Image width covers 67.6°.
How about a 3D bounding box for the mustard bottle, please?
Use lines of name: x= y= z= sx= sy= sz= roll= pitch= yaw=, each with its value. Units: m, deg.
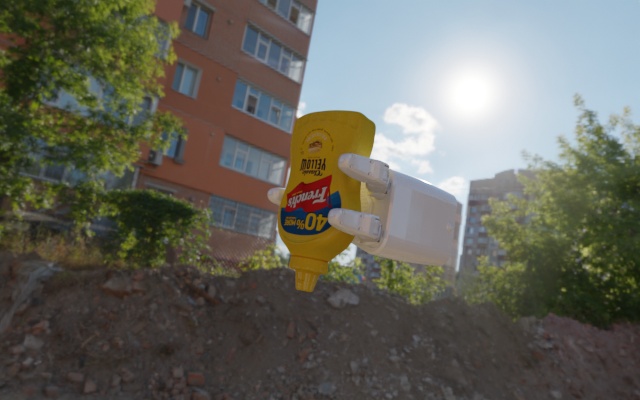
mustard bottle: x=0.000 y=0.001 z=0.515 sx=0.096 sy=0.191 sz=0.058 roll=3 pitch=-13 yaw=36
